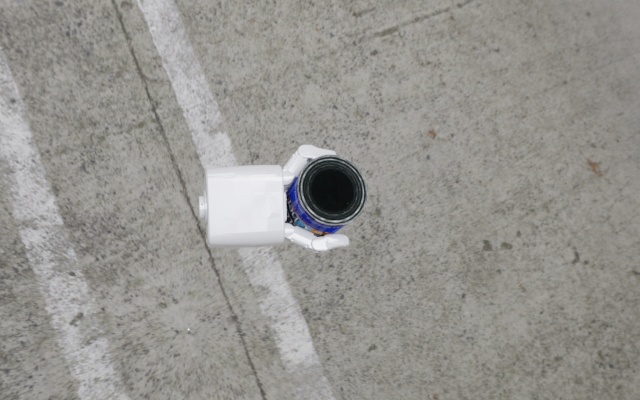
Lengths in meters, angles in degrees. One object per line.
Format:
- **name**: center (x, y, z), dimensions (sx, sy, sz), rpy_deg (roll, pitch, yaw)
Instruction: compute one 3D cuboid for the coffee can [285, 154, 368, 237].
- **coffee can**: center (0.000, 0.002, 0.719), dimensions (0.103, 0.102, 0.140), rpy_deg (0, -15, -15)
